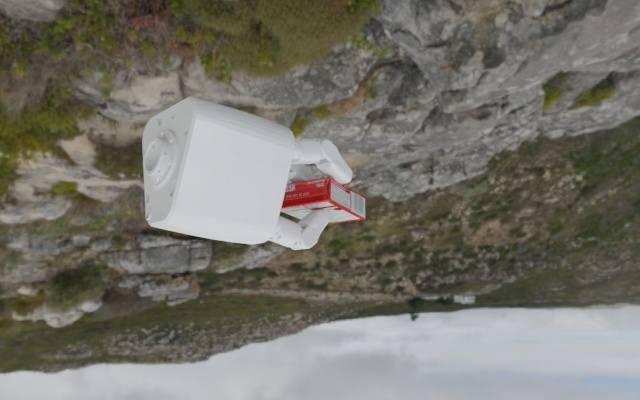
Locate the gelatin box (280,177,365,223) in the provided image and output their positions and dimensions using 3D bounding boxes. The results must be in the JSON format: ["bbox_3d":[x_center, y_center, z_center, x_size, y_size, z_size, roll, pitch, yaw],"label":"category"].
[{"bbox_3d":[0.000,0.002,0.546,0.073,0.030,0.089,-8,-19,30],"label":"gelatin box"}]
